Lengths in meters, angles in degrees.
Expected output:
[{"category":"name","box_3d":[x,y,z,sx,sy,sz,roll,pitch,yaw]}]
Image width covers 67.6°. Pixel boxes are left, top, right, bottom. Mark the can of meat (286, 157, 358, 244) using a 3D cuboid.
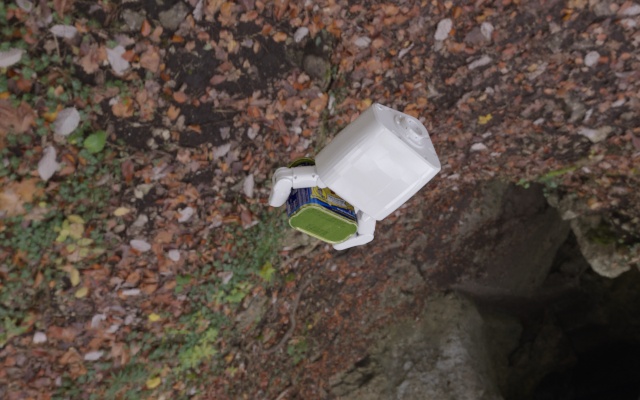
[{"category":"can of meat","box_3d":[0.000,0.002,0.640,0.102,0.083,0.057,25,-51,-34]}]
